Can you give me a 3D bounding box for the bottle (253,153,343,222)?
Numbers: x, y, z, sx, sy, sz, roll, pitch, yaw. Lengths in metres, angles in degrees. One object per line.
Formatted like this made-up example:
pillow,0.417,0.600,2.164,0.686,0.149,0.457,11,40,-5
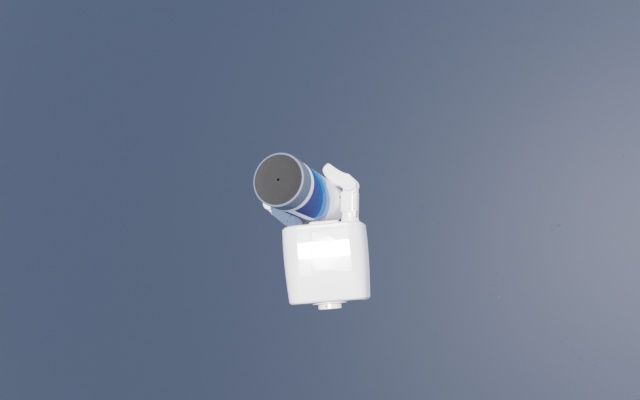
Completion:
bottle,0.000,0.002,0.701,0.069,0.069,0.296,0,-11,20
